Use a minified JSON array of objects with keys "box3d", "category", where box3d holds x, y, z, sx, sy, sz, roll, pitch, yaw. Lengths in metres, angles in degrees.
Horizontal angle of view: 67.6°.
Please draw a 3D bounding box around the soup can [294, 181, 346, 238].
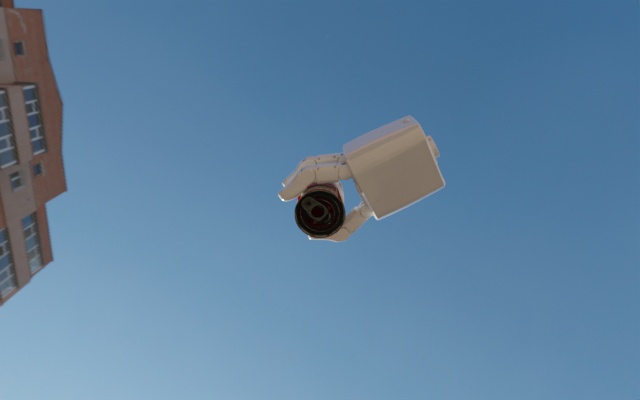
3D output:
[{"box3d":[0.000,0.002,0.676,0.068,0.068,0.102,0,19,1],"category":"soup can"}]
